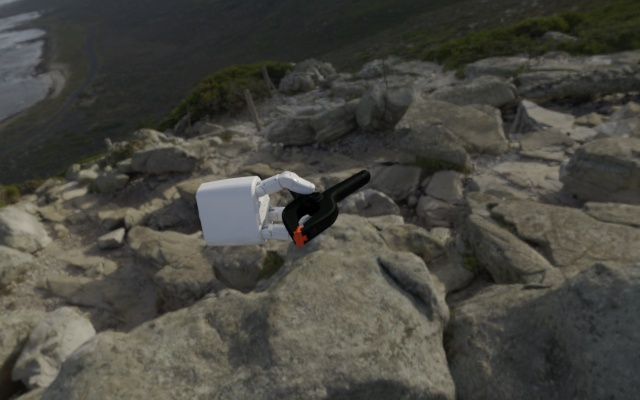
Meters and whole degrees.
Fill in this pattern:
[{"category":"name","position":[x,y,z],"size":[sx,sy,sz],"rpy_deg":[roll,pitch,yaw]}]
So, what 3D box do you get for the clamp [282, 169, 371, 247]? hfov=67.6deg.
[{"category":"clamp","position":[0.000,0.002,0.806],"size":[0.164,0.036,0.209],"rpy_deg":[-6,31,11]}]
